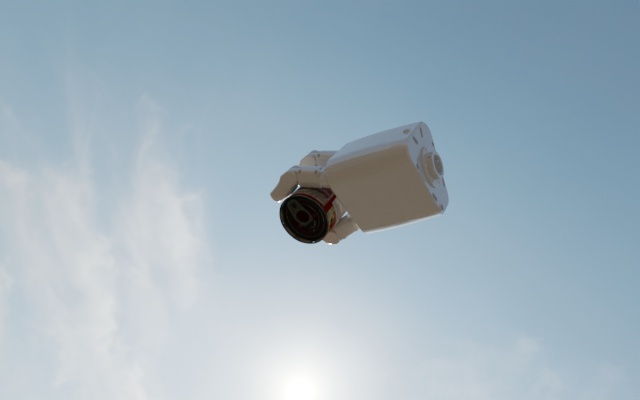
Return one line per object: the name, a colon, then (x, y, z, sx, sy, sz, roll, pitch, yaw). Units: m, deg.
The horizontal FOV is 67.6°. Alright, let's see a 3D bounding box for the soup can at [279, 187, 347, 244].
soup can: (0.000, 0.002, 0.625, 0.068, 0.068, 0.102, 0, 26, 28)
